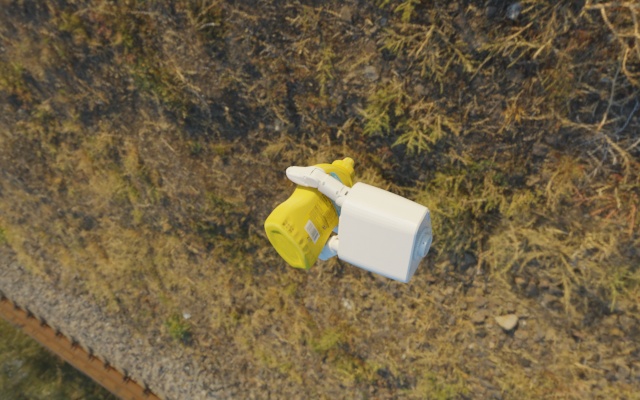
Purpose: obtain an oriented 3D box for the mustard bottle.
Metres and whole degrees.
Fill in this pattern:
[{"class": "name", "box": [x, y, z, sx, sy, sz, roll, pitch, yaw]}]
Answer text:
[{"class": "mustard bottle", "box": [0.000, 0.002, 0.710, 0.058, 0.096, 0.191, 1, 43, 42]}]
